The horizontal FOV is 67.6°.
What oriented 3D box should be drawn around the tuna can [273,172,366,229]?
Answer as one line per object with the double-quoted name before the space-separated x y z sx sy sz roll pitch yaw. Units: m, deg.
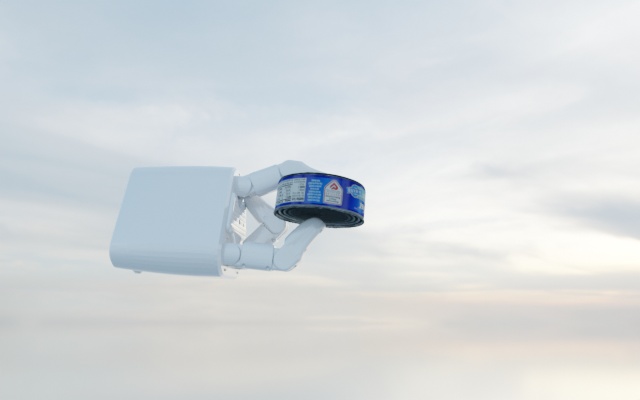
"tuna can" 0.000 0.001 0.452 0.086 0.033 0.086 5 -14 1
